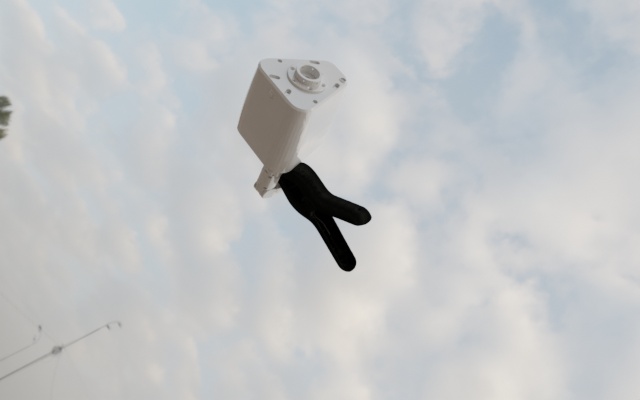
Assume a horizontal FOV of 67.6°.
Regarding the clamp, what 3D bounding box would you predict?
[{"bbox_3d":[0.000,0.002,0.604,0.039,0.171,0.120,-31,-20,-34],"label":"clamp"}]
